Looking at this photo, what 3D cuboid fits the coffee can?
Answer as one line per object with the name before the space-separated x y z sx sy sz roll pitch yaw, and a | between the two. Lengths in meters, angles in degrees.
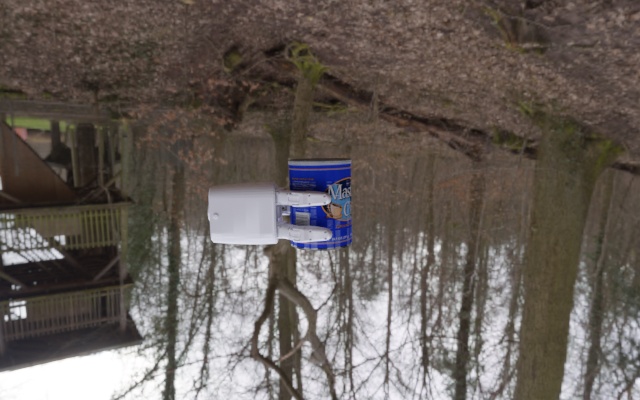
coffee can | 0.000 0.002 0.781 0.103 0.140 0.103 -1 7 0
